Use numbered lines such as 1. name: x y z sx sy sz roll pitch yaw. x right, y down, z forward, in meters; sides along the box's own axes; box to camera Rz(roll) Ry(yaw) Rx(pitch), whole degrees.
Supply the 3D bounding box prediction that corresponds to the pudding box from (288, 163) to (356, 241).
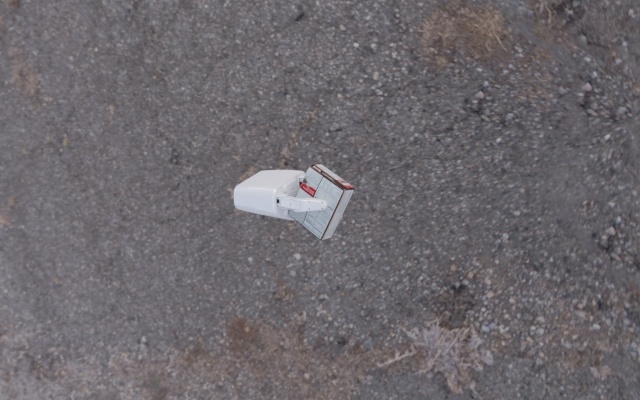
1. pudding box: 0.000 0.003 0.869 0.090 0.113 0.039 36 27 25
